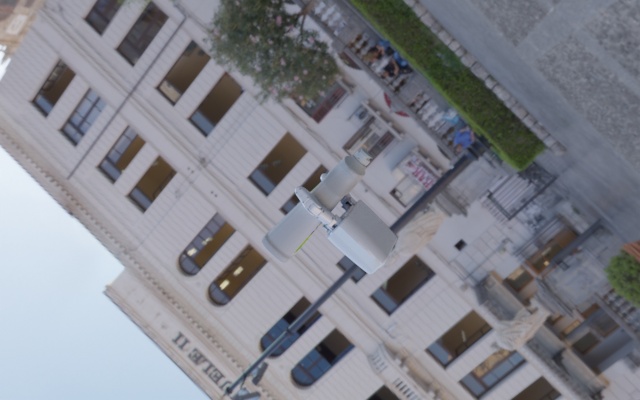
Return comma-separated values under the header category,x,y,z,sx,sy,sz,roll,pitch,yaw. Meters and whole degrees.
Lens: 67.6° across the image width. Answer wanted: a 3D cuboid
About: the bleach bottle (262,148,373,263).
category,x,y,z,sx,sy,sz,roll,pitch,yaw
bleach bottle,0.000,0.003,0.893,0.068,0.251,0.102,43,15,0
